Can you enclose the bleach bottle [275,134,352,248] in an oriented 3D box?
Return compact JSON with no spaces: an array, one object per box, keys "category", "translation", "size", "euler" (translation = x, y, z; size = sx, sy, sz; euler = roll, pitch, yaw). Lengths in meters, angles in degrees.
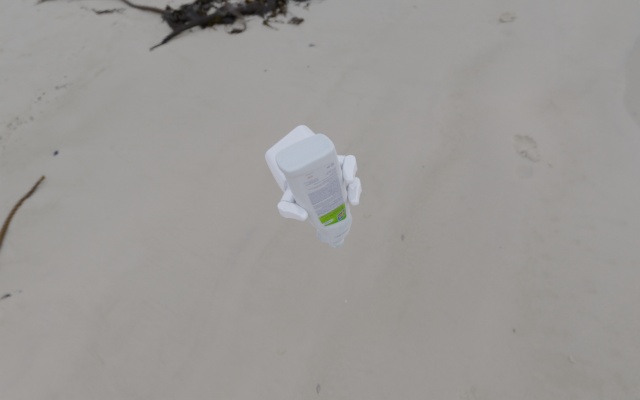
[{"category":"bleach bottle","translation":[0.000,0.003,0.873],"size":[0.102,0.251,0.068],"euler":[-27,46,-10]}]
